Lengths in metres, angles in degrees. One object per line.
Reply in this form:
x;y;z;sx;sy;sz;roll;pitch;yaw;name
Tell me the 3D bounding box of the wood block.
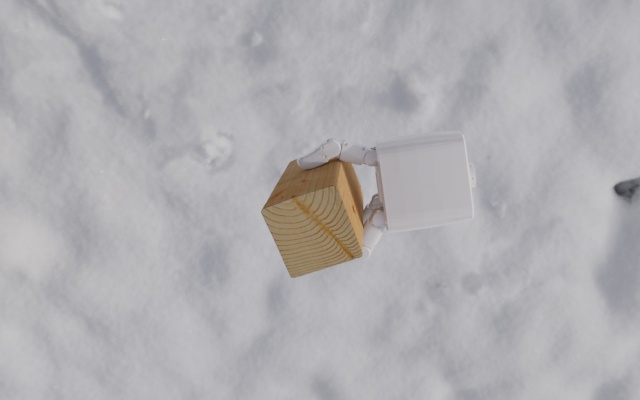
0.000;0.002;0.615;0.090;0.091;0.206;-18;16;11;wood block
